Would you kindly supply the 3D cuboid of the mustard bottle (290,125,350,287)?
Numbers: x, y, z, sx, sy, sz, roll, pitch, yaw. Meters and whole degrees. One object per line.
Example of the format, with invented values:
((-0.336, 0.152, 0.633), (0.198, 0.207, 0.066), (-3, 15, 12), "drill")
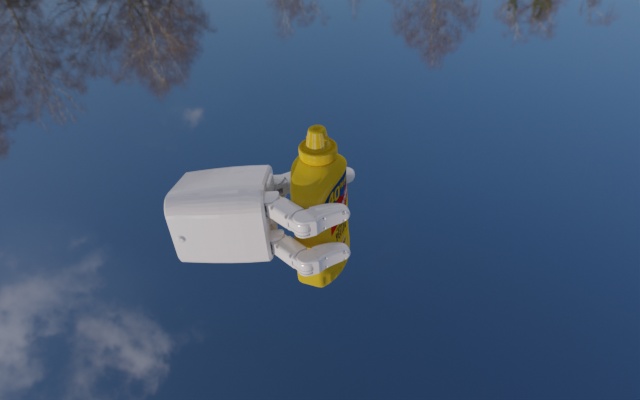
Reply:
((0.000, 0.002, 0.546), (0.058, 0.192, 0.096), (13, 41, 20), "mustard bottle")
